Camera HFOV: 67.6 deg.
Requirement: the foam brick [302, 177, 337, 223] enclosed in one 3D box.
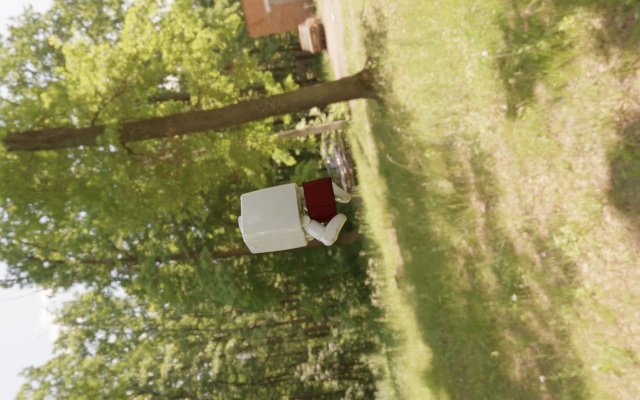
[{"bbox_3d":[0.000,0.003,0.839,0.051,0.053,0.078,-10,-25,0],"label":"foam brick"}]
